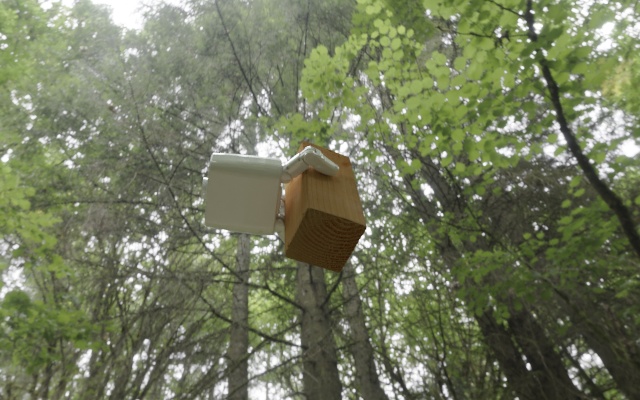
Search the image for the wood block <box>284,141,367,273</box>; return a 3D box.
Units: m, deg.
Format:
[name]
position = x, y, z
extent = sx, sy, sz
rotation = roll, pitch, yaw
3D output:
[wood block]
position = 0.000, 0.002, 0.740
extent = 0.090, 0.091, 0.206
rotation = 19, 29, -16
